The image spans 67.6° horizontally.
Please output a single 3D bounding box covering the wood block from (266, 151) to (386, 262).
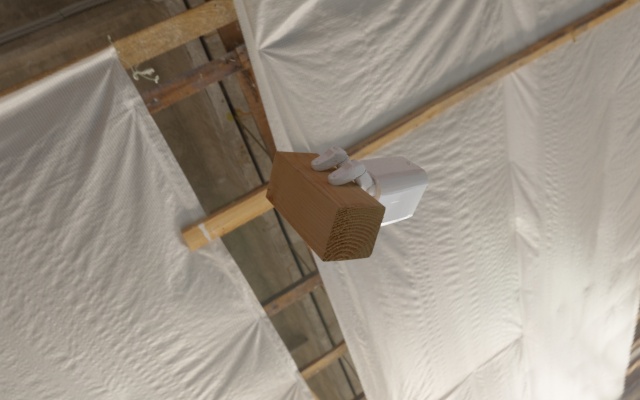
[{"bbox_3d":[0.000,0.003,0.763,0.090,0.091,0.206,-1,27,-32],"label":"wood block"}]
